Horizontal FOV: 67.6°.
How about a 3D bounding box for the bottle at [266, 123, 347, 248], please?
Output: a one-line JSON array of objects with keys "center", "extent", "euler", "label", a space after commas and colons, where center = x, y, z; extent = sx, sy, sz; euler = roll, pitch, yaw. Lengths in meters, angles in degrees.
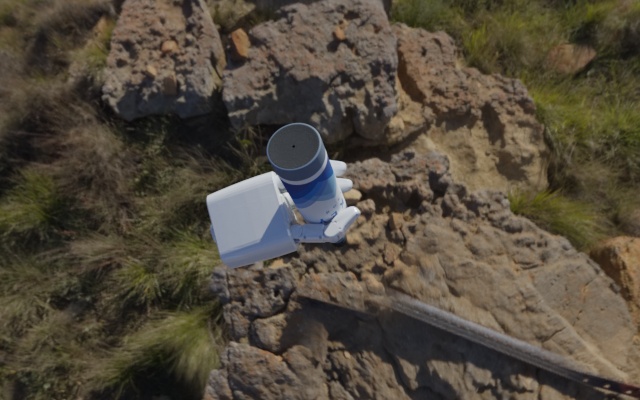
[{"center": [0.000, 0.002, 0.682], "extent": [0.069, 0.069, 0.296], "euler": [0, -26, 14], "label": "bottle"}]
